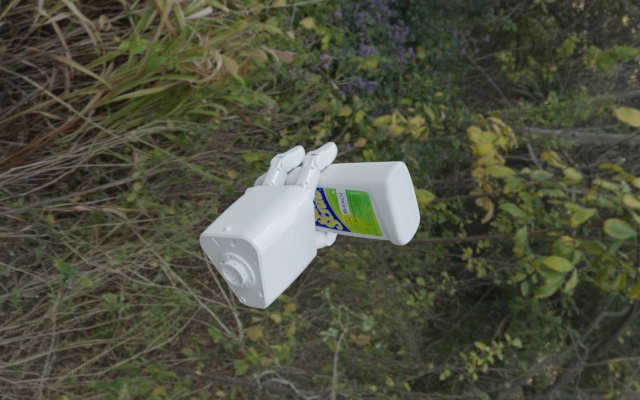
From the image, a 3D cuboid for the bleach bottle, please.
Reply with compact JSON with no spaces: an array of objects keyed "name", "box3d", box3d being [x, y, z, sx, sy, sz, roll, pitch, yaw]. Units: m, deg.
[{"name":"bleach bottle","box3d":[0.000,0.002,0.646,0.251,0.103,0.068,0,31,36]}]
